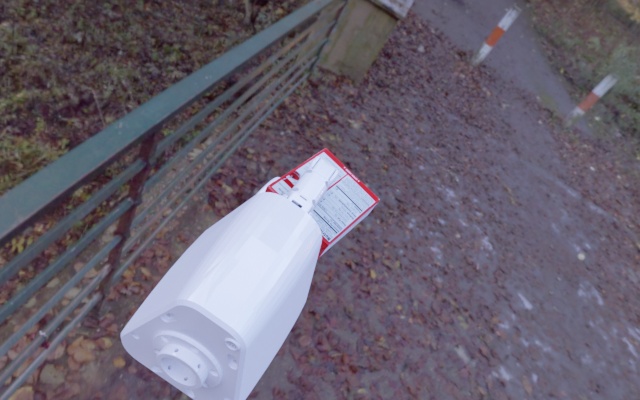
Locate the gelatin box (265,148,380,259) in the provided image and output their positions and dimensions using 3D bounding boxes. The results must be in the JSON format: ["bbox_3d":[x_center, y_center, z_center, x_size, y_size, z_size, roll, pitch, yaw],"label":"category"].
[{"bbox_3d":[0.000,0.001,0.432,0.089,0.073,0.030,-38,-12,-42],"label":"gelatin box"}]
